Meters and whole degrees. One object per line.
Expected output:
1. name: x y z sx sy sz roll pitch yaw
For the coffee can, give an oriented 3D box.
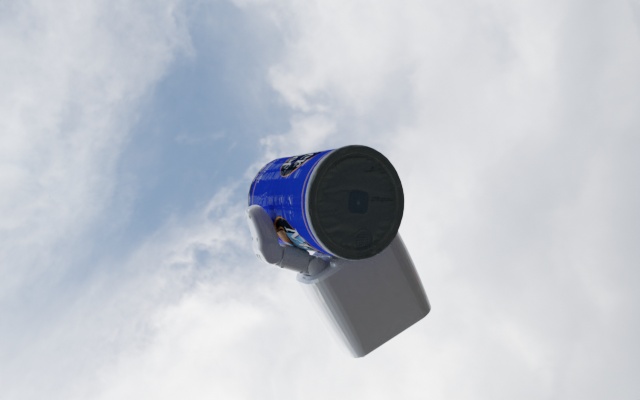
1. coffee can: 0.000 0.001 0.480 0.103 0.103 0.140 0 0 -30
